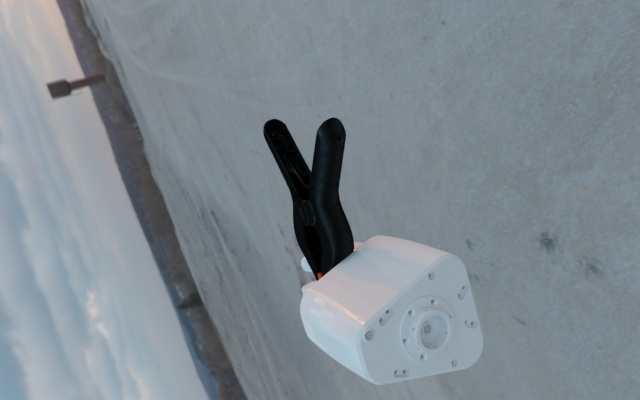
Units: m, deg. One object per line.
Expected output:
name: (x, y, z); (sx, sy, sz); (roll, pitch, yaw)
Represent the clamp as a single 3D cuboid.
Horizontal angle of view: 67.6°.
clamp: (0.000, 0.002, 0.436); (0.039, 0.171, 0.120); (-22, 10, -22)
